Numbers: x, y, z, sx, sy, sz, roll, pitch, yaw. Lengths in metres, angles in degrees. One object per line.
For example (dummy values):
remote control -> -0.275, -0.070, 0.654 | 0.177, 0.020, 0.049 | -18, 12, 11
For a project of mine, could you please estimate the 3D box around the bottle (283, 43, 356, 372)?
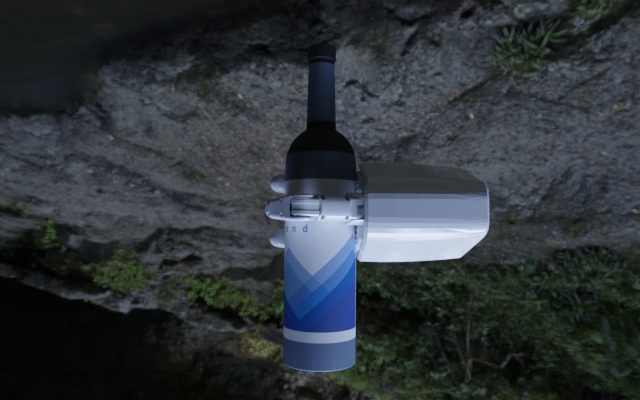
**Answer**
bottle -> 0.000, 0.002, 0.448 | 0.069, 0.295, 0.069 | 0, -3, 0
